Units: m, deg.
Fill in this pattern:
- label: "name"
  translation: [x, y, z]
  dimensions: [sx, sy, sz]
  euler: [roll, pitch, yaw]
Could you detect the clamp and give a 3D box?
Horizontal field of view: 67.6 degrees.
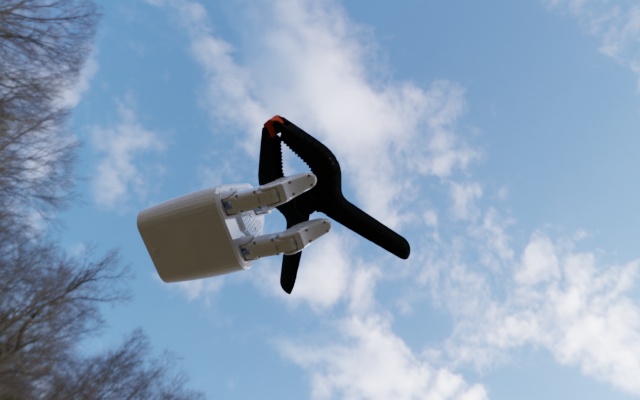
- label: "clamp"
  translation: [0.000, 0.001, 0.535]
  dimensions: [0.164, 0.210, 0.036]
  euler: [-14, 18, 17]
